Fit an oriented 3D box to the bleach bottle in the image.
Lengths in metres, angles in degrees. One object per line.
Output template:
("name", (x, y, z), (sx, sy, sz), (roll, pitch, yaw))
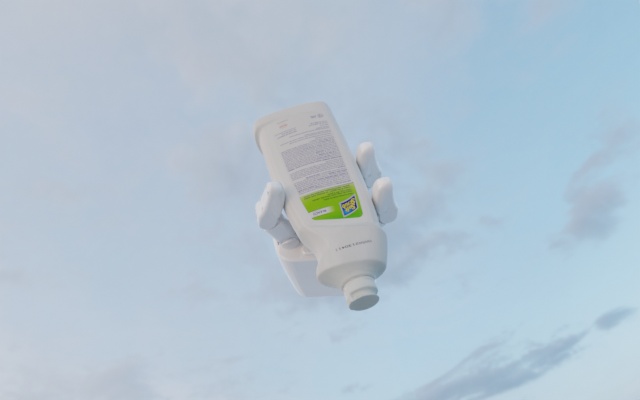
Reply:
("bleach bottle", (0.000, 0.002, 0.505), (0.102, 0.250, 0.068), (-18, -38, -1))
